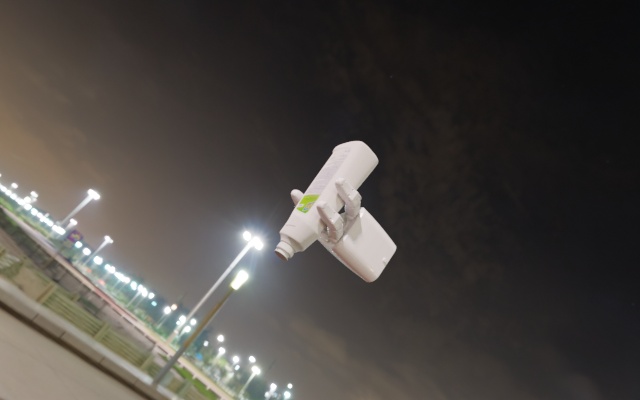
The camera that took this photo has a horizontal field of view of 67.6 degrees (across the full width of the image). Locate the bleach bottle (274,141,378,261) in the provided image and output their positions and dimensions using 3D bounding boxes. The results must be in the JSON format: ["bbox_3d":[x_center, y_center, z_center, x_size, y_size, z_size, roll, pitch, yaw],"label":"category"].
[{"bbox_3d":[0.000,0.003,0.859,0.068,0.250,0.102,46,-24,-19],"label":"bleach bottle"}]
